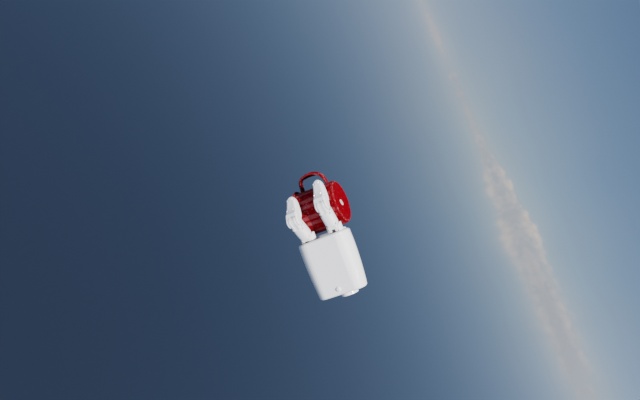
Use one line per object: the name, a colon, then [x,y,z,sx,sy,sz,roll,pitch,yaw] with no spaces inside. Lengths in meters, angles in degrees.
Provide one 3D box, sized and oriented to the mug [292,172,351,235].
mug: [0.000,0.001,0.883,0.081,0.117,0.093,-21,-3,20]
